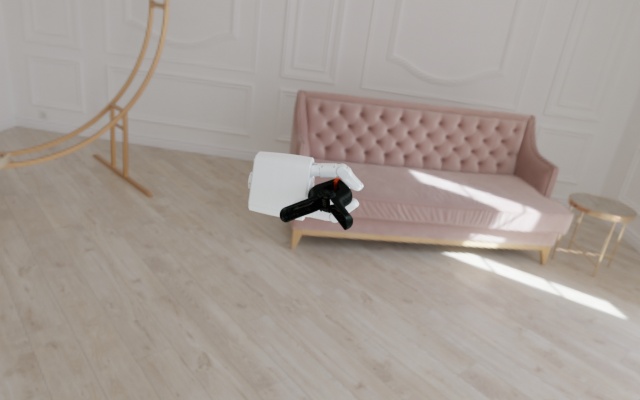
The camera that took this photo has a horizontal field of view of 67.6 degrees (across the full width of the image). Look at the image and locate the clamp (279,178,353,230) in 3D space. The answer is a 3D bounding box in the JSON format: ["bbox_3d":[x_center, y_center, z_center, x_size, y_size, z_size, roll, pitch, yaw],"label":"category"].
[{"bbox_3d":[0.000,0.002,0.824,0.120,0.039,0.171,8,22,4],"label":"clamp"}]
